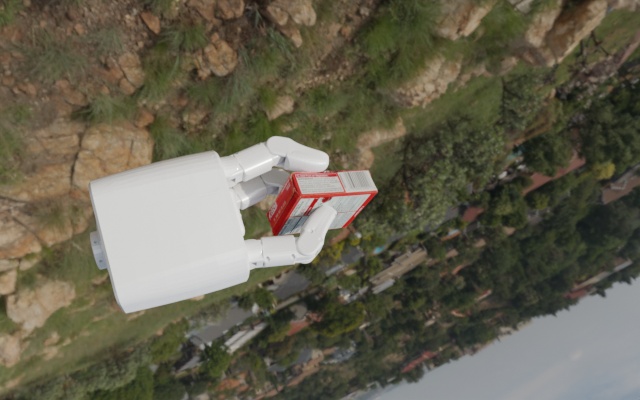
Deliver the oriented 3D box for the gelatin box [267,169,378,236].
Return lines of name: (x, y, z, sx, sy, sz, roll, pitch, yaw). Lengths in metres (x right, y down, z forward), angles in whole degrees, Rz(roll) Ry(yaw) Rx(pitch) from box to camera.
gelatin box: (0.001, 0.002, 0.472, 0.089, 0.030, 0.073, -4, -30, -29)
